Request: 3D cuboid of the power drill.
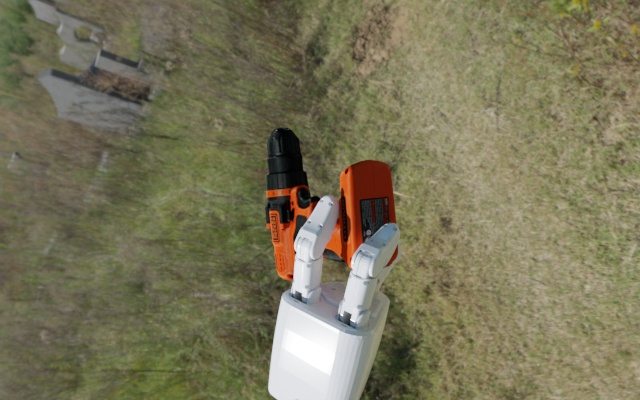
[{"bbox_3d":[0.000,0.002,0.522,0.057,0.184,0.187,-9,3,-32],"label":"power drill"}]
